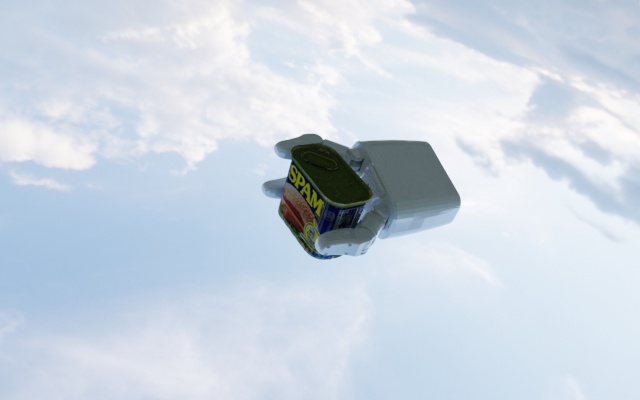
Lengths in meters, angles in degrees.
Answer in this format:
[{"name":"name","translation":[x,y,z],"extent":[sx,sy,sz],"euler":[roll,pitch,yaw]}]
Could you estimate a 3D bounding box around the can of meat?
[{"name":"can of meat","translation":[0.000,0.002,0.517],"extent":[0.057,0.084,0.102],"euler":[-10,45,-33]}]
